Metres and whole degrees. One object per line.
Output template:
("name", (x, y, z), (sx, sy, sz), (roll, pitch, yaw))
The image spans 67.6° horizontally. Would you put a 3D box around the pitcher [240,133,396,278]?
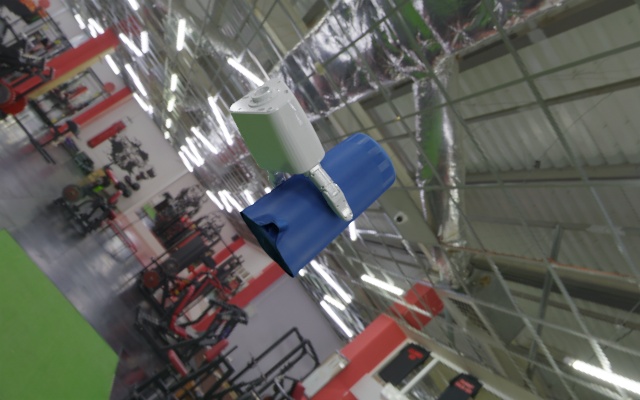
("pitcher", (0.000, 0.002, 0.782), (0.243, 0.145, 0.149), (-38, 35, -14))
